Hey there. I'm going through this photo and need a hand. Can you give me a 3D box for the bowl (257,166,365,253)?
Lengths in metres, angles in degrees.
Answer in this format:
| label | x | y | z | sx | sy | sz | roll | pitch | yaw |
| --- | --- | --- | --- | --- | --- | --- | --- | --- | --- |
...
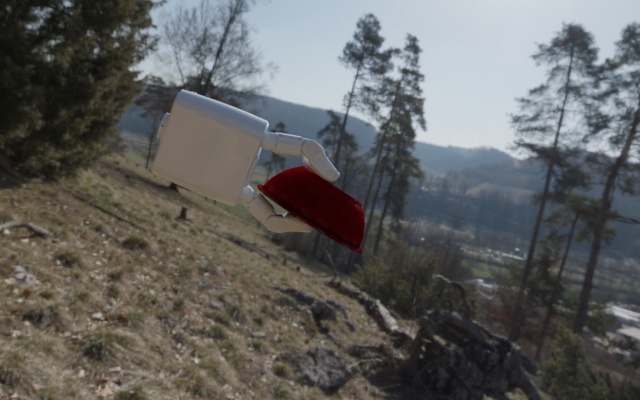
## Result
| label | x | y | z | sx | sy | sz | roll | pitch | yaw |
| --- | --- | --- | --- | --- | --- | --- | --- | --- | --- |
| bowl | 0.001 | 0.002 | 0.617 | 0.162 | 0.055 | 0.162 | 33 | 2 | -1 |
